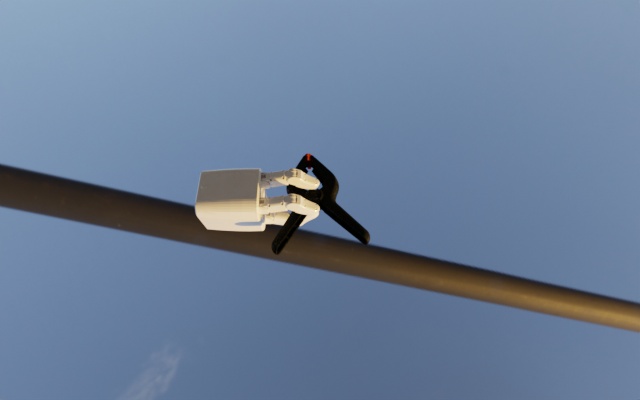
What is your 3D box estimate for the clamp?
[{"bbox_3d":[0.000,0.003,0.846,0.164,0.209,0.036,0,-37,-1],"label":"clamp"}]
